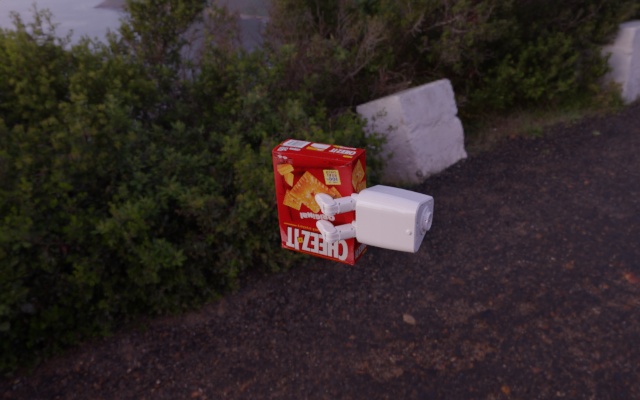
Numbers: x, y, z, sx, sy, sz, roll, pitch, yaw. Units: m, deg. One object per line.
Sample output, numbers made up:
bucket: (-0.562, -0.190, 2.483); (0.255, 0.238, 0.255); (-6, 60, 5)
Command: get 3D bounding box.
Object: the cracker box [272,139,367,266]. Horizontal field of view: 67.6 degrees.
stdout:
cracker box: (0.000, 0.003, 0.897); (0.164, 0.214, 0.072); (11, 30, 26)
